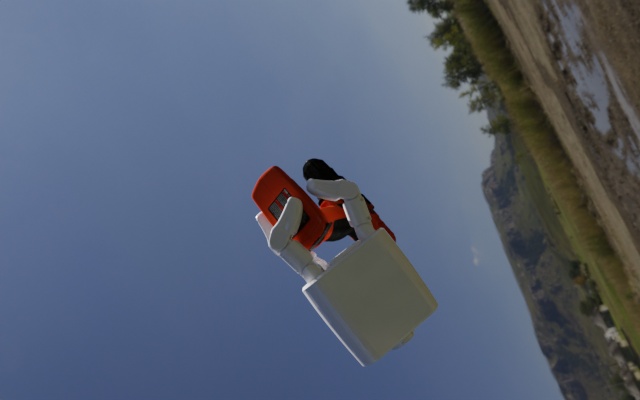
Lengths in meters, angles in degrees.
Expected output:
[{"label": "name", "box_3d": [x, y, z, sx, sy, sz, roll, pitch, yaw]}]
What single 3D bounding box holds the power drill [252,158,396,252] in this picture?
[{"label": "power drill", "box_3d": [0.000, 0.002, 0.621, 0.184, 0.057, 0.187, 47, 23, 25]}]
